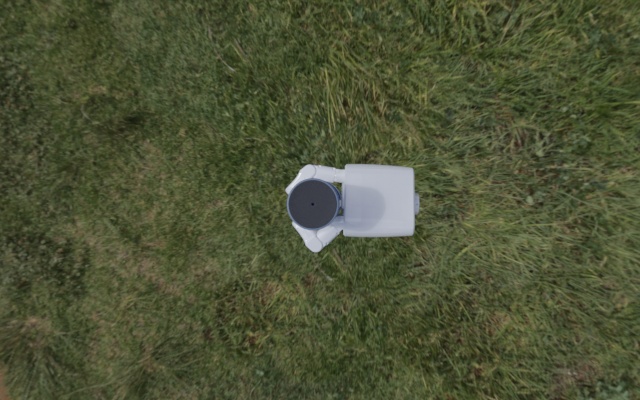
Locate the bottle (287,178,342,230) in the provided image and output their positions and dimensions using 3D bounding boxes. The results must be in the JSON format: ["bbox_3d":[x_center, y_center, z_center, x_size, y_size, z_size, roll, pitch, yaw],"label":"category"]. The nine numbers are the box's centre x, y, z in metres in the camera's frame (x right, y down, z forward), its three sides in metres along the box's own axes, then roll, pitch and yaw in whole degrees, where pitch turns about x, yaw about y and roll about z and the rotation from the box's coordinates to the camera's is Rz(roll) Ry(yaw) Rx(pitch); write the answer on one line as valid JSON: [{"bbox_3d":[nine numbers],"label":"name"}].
[{"bbox_3d":[0.000,0.002,0.749,0.069,0.069,0.295,0,1,4],"label":"bottle"}]
